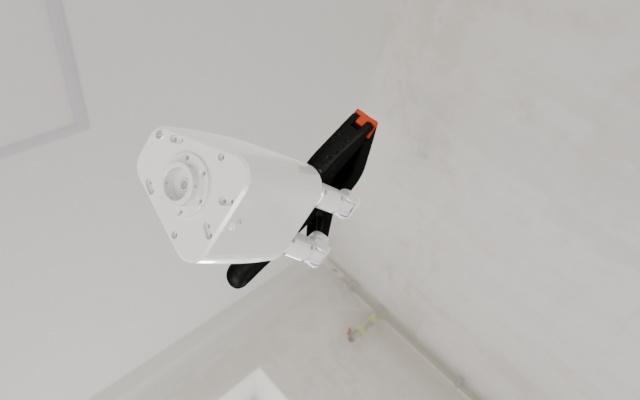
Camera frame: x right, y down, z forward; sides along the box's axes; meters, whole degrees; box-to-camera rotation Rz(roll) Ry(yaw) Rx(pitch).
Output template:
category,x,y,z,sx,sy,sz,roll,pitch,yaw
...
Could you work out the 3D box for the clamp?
category,x,y,z,sx,sy,sz,roll,pitch,yaw
clamp,0.000,0.001,0.515,0.036,0.210,0.164,39,15,22
